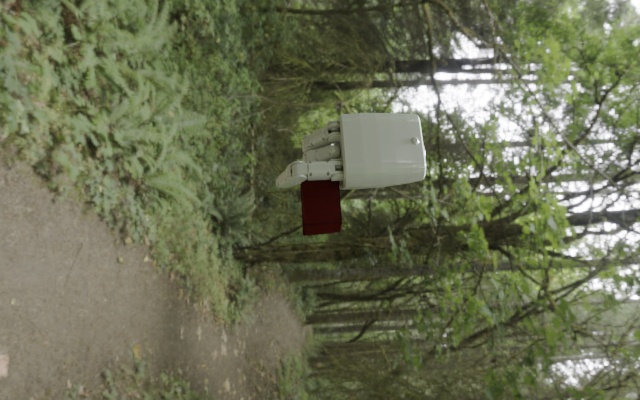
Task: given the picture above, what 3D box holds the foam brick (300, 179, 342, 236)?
[{"bbox_3d":[0.000,0.002,0.636,0.051,0.078,0.053,-3,-18,-3],"label":"foam brick"}]
